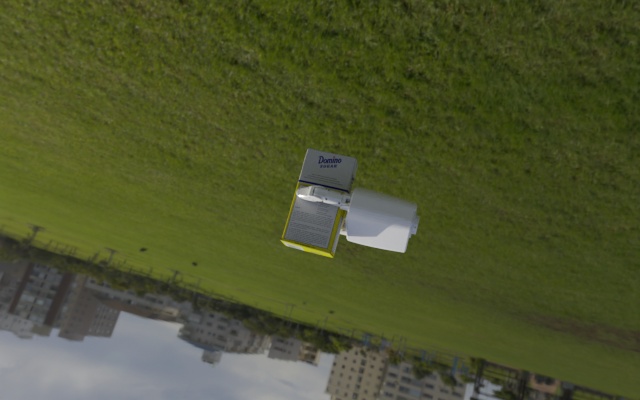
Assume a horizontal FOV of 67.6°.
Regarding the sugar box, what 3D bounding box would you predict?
[{"bbox_3d":[0.000,0.003,0.840,0.093,0.176,0.048,14,-15,13],"label":"sugar box"}]
